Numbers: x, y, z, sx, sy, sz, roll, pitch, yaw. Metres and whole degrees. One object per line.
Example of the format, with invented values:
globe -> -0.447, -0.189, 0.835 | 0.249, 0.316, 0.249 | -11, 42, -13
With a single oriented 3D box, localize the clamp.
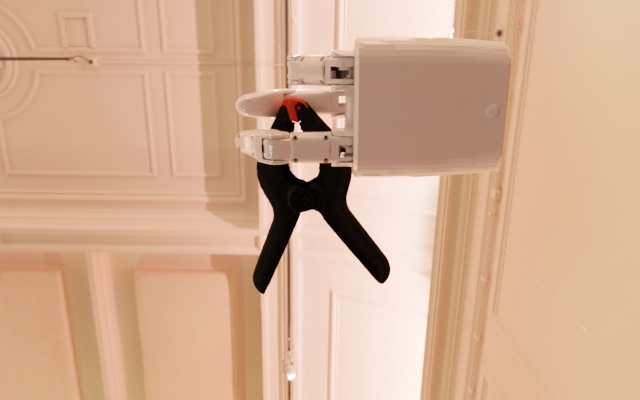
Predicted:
clamp -> 0.000, 0.001, 0.401 | 0.120, 0.171, 0.039 | 0, 17, 1
